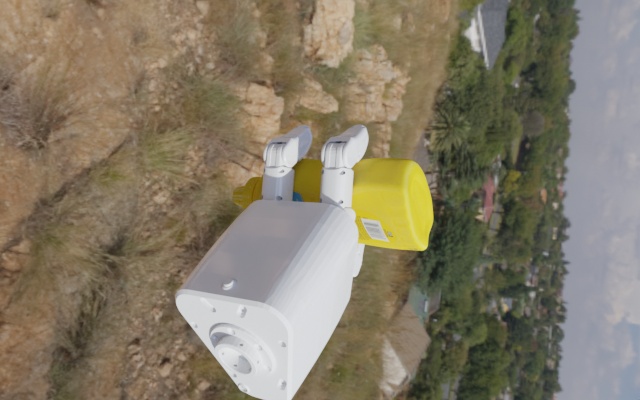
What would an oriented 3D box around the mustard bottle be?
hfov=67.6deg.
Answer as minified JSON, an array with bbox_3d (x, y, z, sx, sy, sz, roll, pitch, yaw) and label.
[{"bbox_3d":[0.000,0.001,0.439,0.191,0.058,0.096,3,-32,27],"label":"mustard bottle"}]
